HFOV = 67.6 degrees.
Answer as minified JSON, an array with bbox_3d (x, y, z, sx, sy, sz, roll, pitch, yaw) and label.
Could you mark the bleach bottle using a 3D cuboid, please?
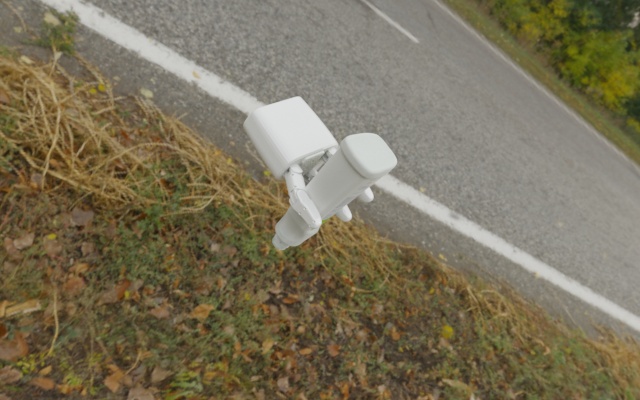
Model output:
[{"bbox_3d":[0.000,0.002,0.729,0.251,0.068,0.102,-44,-14,34],"label":"bleach bottle"}]
